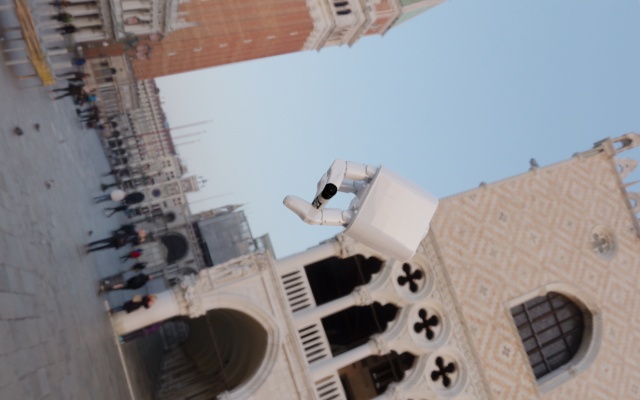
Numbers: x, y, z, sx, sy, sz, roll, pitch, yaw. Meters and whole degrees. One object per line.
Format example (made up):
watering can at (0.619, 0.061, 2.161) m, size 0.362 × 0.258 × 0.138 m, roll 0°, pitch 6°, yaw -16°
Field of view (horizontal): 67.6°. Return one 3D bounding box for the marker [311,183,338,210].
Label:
marker at (0.000, 0.002, 0.683) m, size 0.020 × 0.020 × 0.121 m, roll 0°, pitch -18°, yaw -16°
